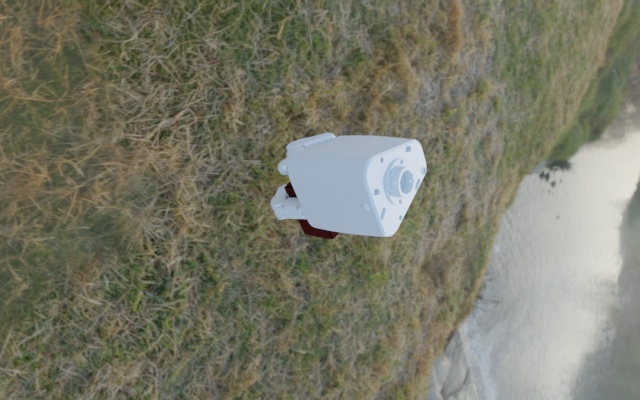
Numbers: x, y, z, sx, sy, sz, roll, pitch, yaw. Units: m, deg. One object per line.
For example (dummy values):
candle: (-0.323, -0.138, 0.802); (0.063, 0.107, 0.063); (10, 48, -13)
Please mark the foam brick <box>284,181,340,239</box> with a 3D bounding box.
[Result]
foam brick: (0.000, 0.002, 0.604); (0.051, 0.078, 0.053); (7, 40, 42)
